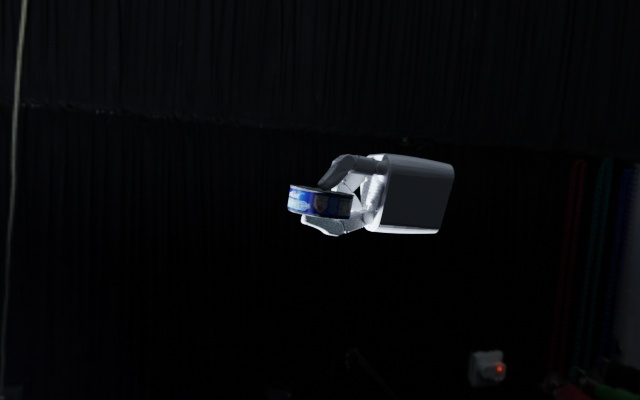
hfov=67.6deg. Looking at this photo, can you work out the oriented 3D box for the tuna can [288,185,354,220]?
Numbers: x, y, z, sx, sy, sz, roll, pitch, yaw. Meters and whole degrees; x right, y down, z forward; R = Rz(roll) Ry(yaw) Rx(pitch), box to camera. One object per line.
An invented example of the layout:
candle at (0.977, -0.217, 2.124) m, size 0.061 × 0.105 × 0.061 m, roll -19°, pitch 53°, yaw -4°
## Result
tuna can at (0.000, 0.003, 0.634) m, size 0.086 × 0.034 × 0.086 m, roll 9°, pitch 4°, yaw -1°
